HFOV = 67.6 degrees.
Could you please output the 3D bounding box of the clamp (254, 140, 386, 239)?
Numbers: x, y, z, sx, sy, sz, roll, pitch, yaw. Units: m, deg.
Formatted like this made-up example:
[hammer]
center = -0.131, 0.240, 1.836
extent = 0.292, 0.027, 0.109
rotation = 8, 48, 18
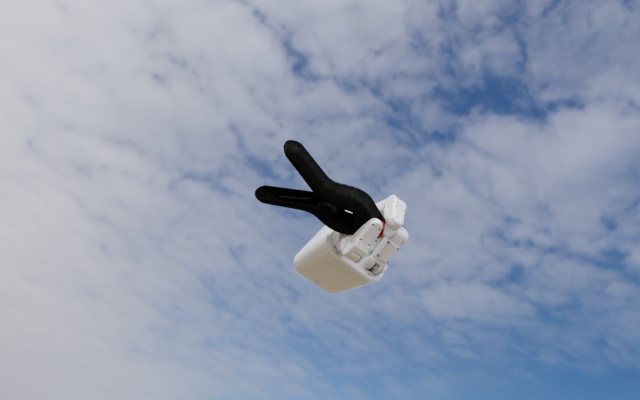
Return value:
[clamp]
center = 0.000, 0.002, 0.602
extent = 0.171, 0.039, 0.120
rotation = 36, -35, -15
